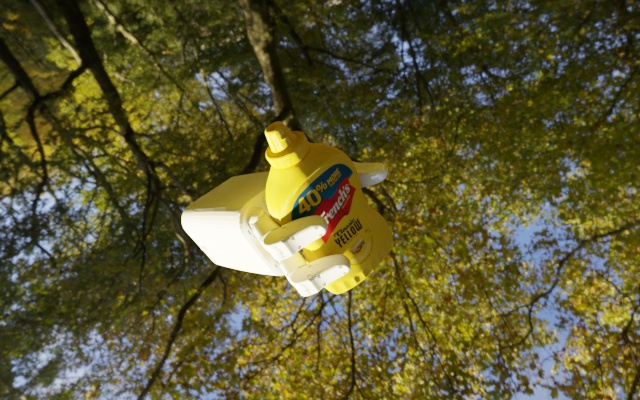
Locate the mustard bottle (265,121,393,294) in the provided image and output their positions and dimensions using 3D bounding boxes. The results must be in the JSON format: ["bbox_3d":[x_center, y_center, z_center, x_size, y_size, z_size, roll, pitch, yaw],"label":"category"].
[{"bbox_3d":[0.000,0.002,0.476,0.096,0.192,0.058,-42,35,-14],"label":"mustard bottle"}]
